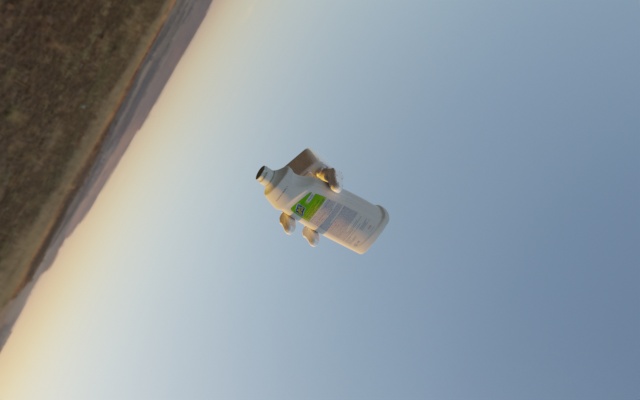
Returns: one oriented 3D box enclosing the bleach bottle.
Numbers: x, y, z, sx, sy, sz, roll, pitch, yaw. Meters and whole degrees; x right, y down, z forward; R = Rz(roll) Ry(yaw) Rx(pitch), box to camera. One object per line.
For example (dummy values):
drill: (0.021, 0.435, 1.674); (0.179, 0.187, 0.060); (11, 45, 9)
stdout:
bleach bottle: (0.000, 0.003, 0.870); (0.251, 0.102, 0.068); (30, 14, -23)
